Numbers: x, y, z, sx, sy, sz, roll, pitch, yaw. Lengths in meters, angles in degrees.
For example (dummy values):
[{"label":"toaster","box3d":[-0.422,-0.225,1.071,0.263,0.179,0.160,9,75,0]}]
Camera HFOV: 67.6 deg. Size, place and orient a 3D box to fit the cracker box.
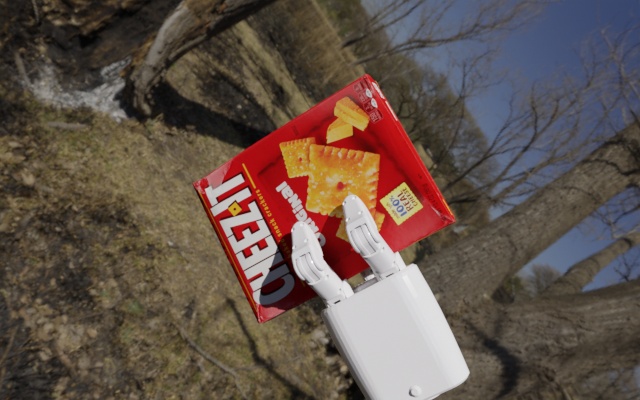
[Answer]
[{"label":"cracker box","box3d":[0.000,0.002,0.481,0.214,0.164,0.072,-30,-11,13]}]
